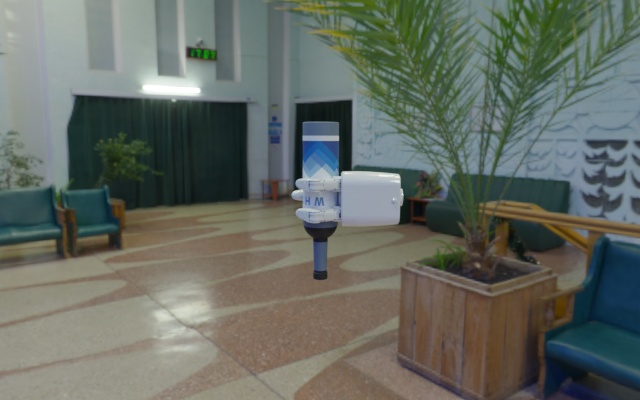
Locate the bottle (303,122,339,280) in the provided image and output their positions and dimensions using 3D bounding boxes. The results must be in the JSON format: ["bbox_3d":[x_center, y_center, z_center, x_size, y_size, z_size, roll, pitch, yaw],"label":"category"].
[{"bbox_3d":[0.000,0.003,0.893,0.069,0.296,0.069,0,8,0],"label":"bottle"}]
